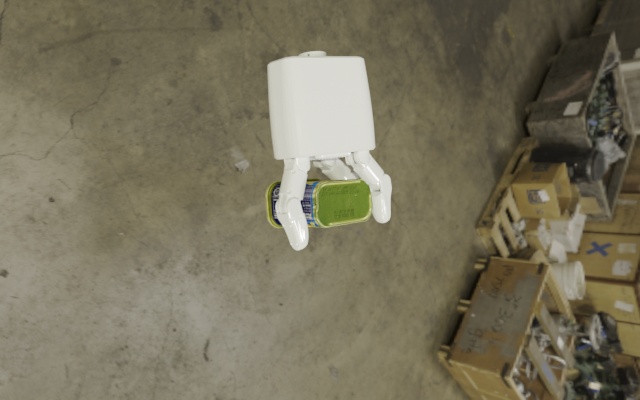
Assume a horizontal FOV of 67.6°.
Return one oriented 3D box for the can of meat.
[{"bbox_3d":[0.000,0.002,0.572,0.102,0.057,0.084,-7,5,-45],"label":"can of meat"}]
